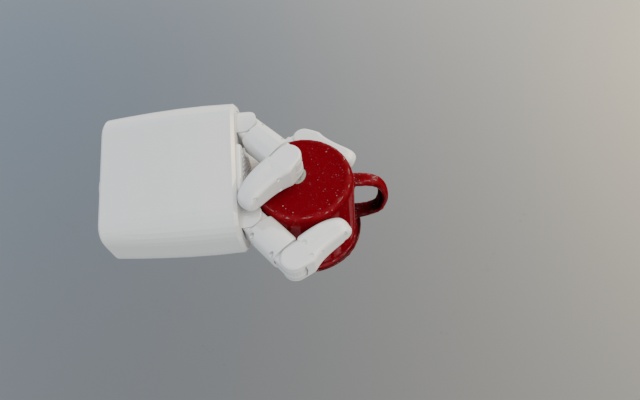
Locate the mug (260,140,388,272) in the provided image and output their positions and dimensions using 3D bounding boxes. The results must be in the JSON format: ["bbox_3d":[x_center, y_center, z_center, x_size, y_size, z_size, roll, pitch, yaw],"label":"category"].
[{"bbox_3d":[0.001,0.001,0.409,0.117,0.093,0.082,-7,-32,0],"label":"mug"}]
